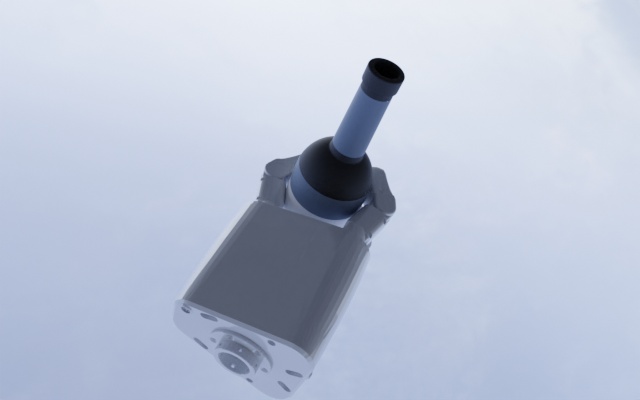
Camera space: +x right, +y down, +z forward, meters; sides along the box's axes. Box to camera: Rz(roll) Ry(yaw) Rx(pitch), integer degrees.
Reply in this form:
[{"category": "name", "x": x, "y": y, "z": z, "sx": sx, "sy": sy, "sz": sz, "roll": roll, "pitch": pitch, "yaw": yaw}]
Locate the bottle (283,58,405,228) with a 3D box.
[{"category": "bottle", "x": 0.000, "y": 0.002, "z": 0.430, "sx": 0.069, "sy": 0.069, "sz": 0.296, "roll": 0, "pitch": -38, "yaw": -23}]
